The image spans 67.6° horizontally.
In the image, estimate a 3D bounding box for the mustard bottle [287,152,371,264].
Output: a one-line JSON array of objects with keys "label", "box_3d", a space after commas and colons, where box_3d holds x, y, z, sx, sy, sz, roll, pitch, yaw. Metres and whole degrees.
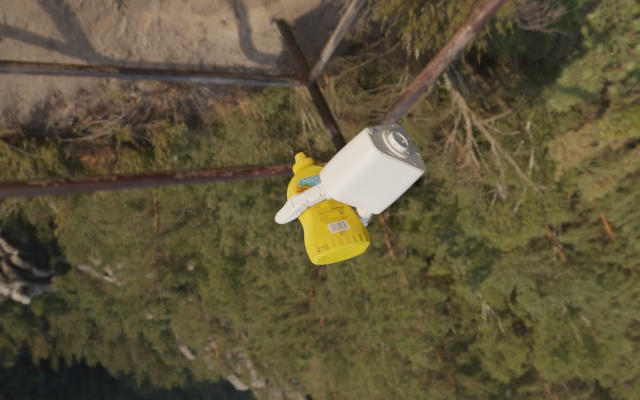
[{"label": "mustard bottle", "box_3d": [0.000, 0.003, 0.757, 0.096, 0.191, 0.058, -12, -28, -21]}]
